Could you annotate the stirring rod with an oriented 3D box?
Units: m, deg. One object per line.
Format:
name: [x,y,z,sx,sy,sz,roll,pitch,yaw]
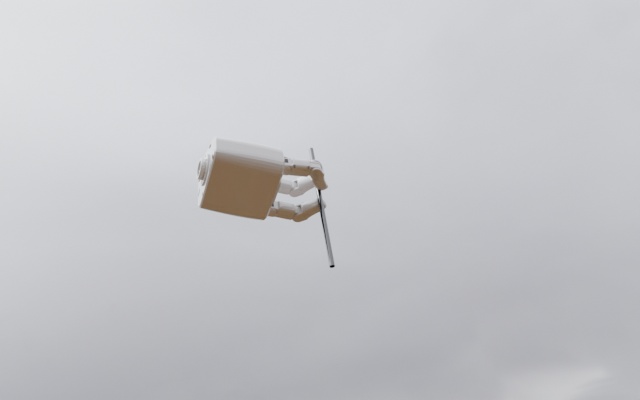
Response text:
stirring rod: [0.000,0.003,0.759,0.011,0.239,0.011,-6,-39,-5]
